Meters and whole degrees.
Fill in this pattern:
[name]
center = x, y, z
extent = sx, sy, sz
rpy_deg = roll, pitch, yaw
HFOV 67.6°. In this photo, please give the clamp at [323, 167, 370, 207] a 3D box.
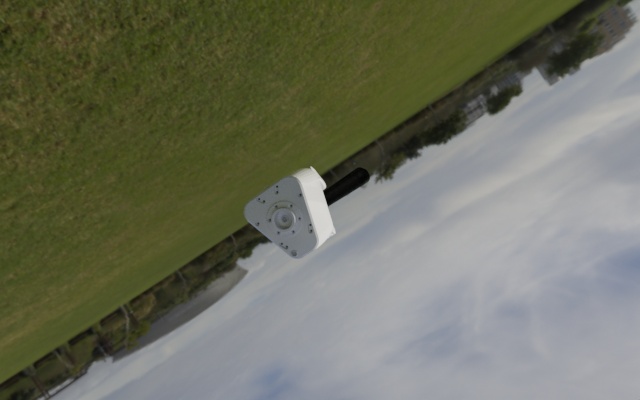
[clamp]
center = 0.000, 0.004, 0.834
extent = 0.210, 0.036, 0.164
rpy_deg = -34, 1, 12
